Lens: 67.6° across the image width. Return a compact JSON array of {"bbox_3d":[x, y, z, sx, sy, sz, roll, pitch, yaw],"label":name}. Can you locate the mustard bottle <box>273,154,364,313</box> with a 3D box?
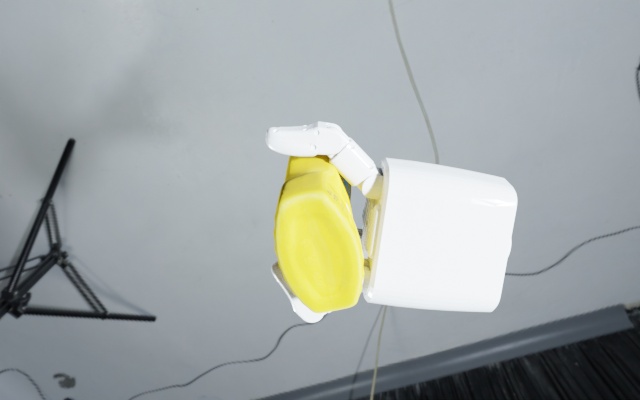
[{"bbox_3d":[0.000,0.001,0.404,0.058,0.096,0.191,-15,22,7],"label":"mustard bottle"}]
